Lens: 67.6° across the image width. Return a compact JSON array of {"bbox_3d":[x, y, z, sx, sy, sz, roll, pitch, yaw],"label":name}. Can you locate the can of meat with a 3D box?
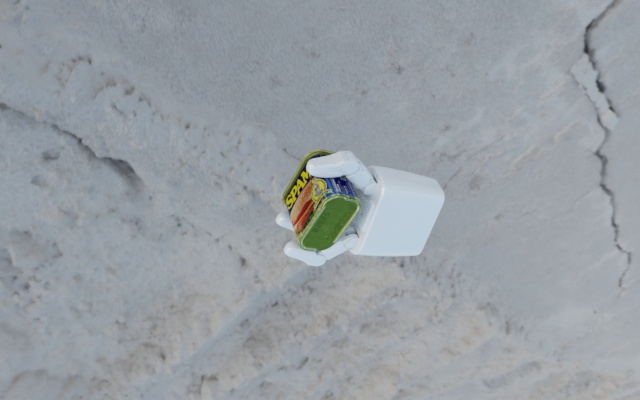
[{"bbox_3d":[0.000,0.002,0.599,0.057,0.084,0.102,10,-50,-31],"label":"can of meat"}]
